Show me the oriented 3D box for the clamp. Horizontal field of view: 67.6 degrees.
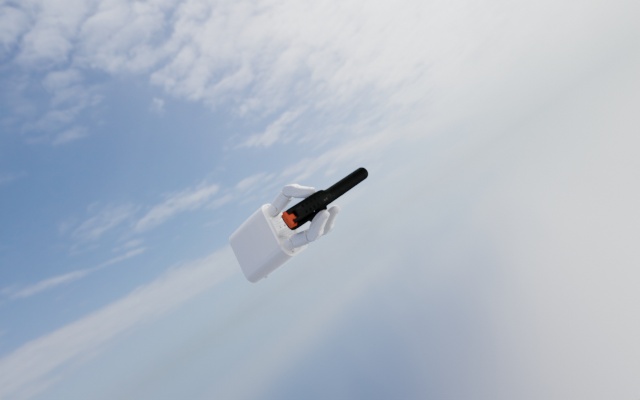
[{"bbox_3d":[-0.001,0.002,0.858,0.164,0.036,0.210,-42,-8,22],"label":"clamp"}]
